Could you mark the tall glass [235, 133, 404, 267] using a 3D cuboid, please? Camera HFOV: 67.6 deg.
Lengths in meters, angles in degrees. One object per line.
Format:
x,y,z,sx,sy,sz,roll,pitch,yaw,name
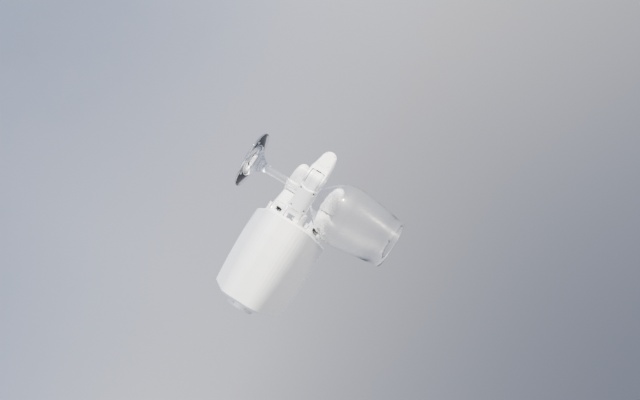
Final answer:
0.000,0.001,0.581,0.201,0.079,0.079,31,2,3,tall glass
